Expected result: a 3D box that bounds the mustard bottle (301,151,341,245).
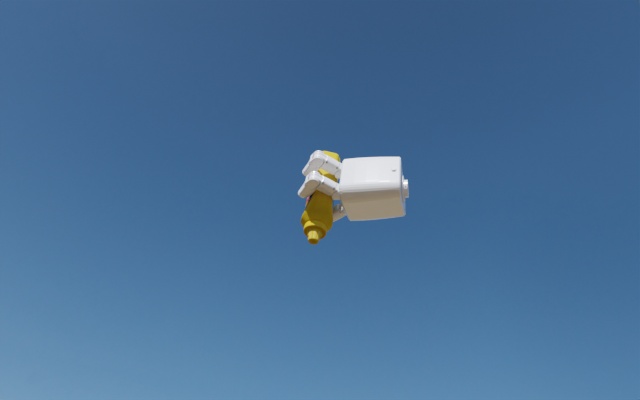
[{"bbox_3d":[0.000,0.003,0.890,0.058,0.191,0.096,14,-43,-4],"label":"mustard bottle"}]
